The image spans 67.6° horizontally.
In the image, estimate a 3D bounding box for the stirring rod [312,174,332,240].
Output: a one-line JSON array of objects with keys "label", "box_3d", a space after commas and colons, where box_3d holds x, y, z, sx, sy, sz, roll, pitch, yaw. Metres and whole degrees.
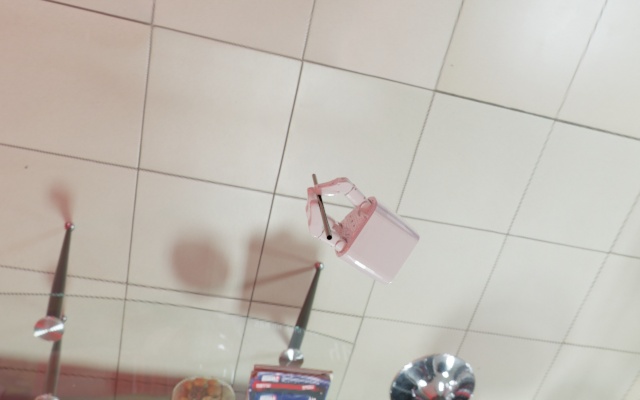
[{"label": "stirring rod", "box_3d": [0.000, 0.002, 0.745, 0.011, 0.011, 0.239, 0, 23, -6]}]
